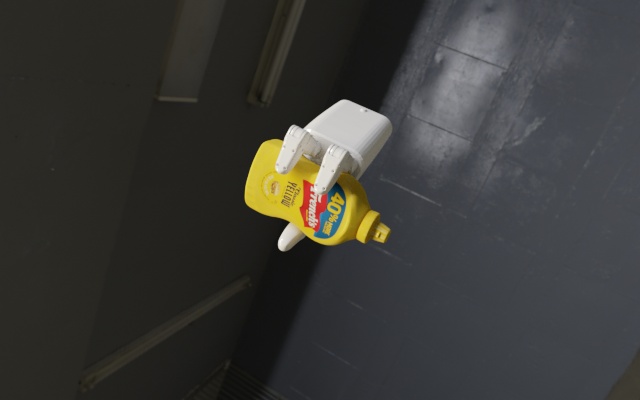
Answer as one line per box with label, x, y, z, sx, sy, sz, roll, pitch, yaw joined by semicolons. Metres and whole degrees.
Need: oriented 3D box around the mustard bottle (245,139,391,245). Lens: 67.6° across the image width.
mustard bottle;0.000;0.002;0.604;0.191;0.096;0.058;27;21;16
